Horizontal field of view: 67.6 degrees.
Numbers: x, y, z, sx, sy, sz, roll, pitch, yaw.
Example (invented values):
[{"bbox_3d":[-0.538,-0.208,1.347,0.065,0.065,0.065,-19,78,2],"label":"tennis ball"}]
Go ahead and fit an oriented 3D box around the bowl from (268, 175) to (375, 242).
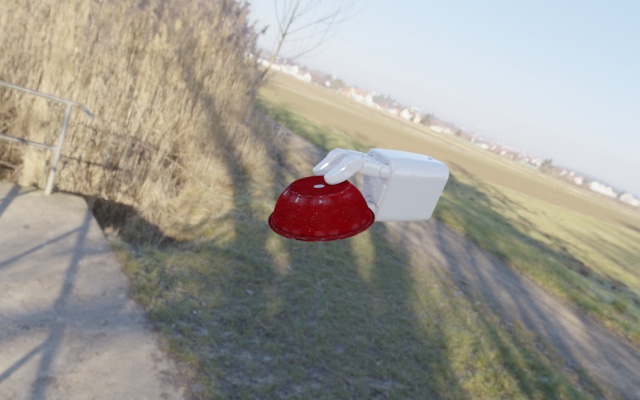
[{"bbox_3d":[-0.001,0.002,0.710,0.162,0.055,0.162,-3,22,1],"label":"bowl"}]
